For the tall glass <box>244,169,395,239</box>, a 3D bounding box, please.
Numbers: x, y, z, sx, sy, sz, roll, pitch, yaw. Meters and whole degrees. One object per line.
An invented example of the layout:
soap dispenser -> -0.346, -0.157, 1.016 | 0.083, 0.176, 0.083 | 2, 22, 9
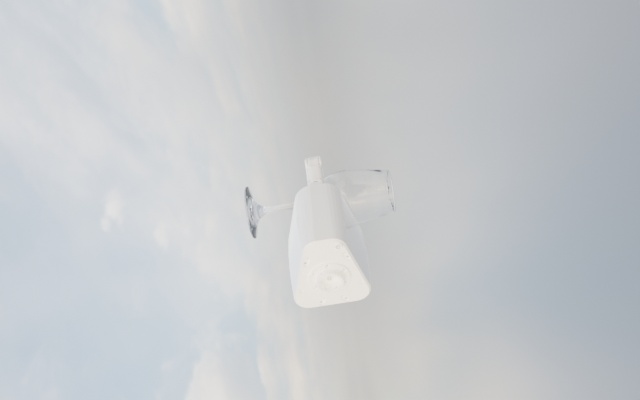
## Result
tall glass -> -0.001, 0.002, 0.669 | 0.201, 0.079, 0.079 | -9, 0, 1
